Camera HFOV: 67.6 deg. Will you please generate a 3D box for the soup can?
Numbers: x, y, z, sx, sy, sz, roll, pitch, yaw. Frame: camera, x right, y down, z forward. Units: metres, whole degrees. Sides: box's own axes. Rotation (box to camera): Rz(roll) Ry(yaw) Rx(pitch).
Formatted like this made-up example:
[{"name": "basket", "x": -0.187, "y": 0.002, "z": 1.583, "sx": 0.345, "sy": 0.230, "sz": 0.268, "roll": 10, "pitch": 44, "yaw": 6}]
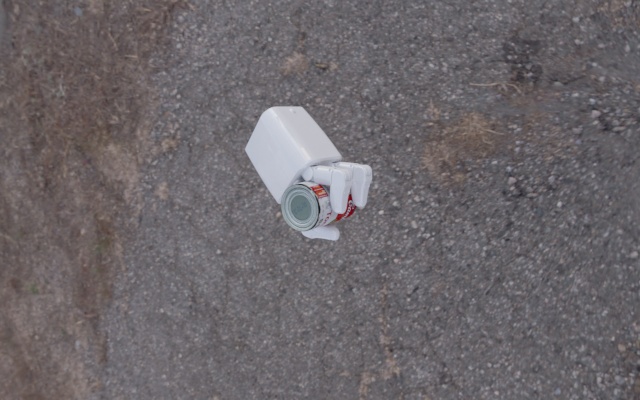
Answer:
[{"name": "soup can", "x": 0.000, "y": 0.003, "z": 0.685, "sx": 0.068, "sy": 0.068, "sz": 0.102, "roll": 0, "pitch": 9, "yaw": 36}]
